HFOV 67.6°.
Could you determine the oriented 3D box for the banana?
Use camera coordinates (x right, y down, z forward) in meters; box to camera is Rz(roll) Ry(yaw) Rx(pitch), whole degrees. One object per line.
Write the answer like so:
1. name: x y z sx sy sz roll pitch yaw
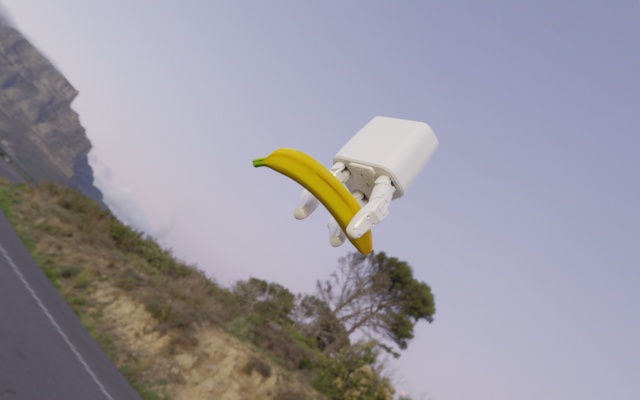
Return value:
1. banana: 0.005 -0.007 0.612 0.198 0.037 0.070 41 -30 -4
